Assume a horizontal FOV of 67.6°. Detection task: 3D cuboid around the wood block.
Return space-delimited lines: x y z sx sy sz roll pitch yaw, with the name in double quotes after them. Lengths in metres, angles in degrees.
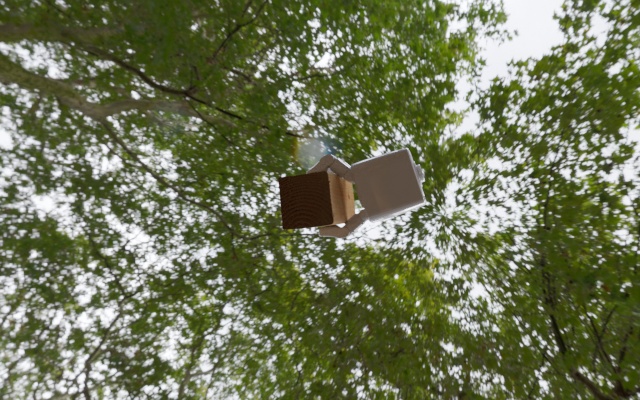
0.001 0.003 0.882 0.090 0.091 0.206 -7 -3 15 "wood block"
